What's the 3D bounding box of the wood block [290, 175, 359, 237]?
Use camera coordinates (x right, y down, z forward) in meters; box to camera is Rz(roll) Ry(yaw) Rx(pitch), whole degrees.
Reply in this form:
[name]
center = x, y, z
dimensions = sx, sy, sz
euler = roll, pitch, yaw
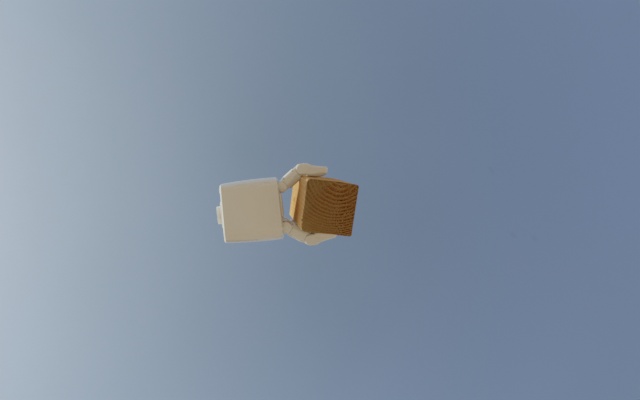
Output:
[wood block]
center = 0.000, 0.003, 0.895
dimensions = 0.090, 0.091, 0.206
euler = 7, 5, -10
